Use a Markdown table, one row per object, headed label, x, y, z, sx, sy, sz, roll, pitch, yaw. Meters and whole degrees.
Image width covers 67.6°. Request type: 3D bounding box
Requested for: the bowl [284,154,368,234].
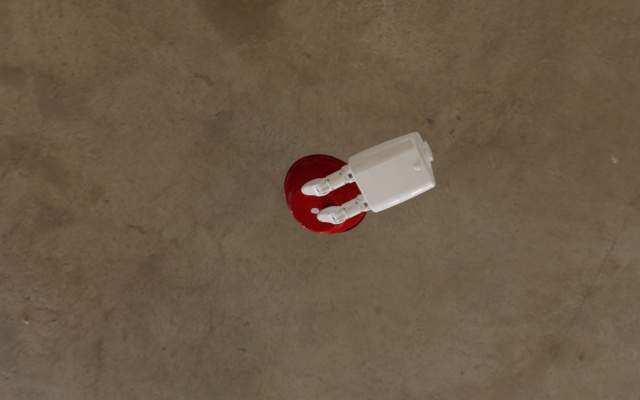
| label | x | y | z | sx | sy | sz | roll | pitch | yaw |
| --- | --- | --- | --- | --- | --- | --- | --- | --- | --- |
| bowl | -0.001 | 0.004 | 0.838 | 0.162 | 0.162 | 0.055 | 0 | 30 | 24 |
